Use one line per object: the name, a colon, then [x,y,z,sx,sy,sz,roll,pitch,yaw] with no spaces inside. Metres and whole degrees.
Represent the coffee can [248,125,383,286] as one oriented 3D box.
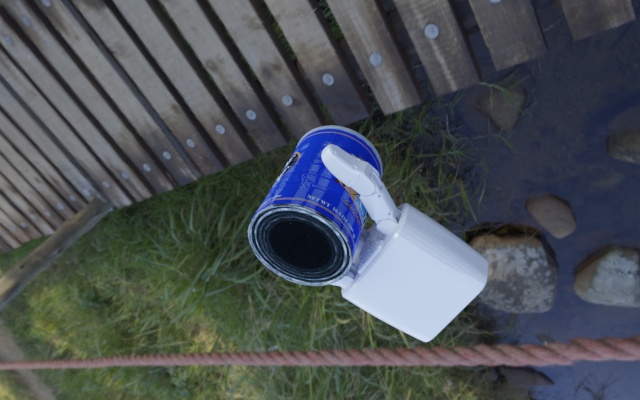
coffee can: [0.000,0.001,0.493,0.103,0.103,0.140,0,38,22]
